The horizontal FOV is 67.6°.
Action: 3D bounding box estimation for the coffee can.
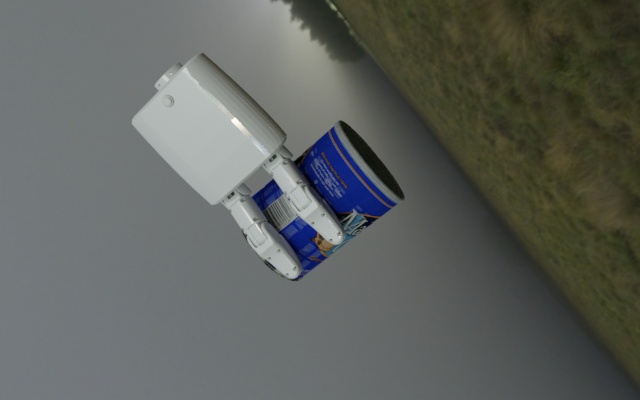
[{"bbox_3d":[0.000,0.002,0.494,0.140,0.103,0.103,-39,-12,15],"label":"coffee can"}]
